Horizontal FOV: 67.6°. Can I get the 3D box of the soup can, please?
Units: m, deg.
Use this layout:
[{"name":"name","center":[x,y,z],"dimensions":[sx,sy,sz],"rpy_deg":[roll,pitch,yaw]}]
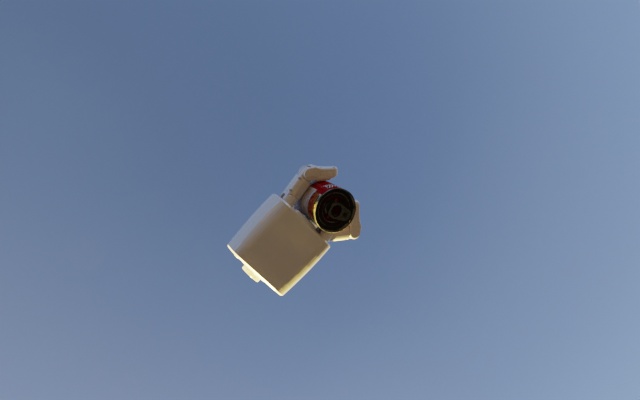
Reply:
[{"name":"soup can","center":[0.000,0.002,0.735],"dimensions":[0.068,0.068,0.102],"rpy_deg":[0,15,-27]}]
